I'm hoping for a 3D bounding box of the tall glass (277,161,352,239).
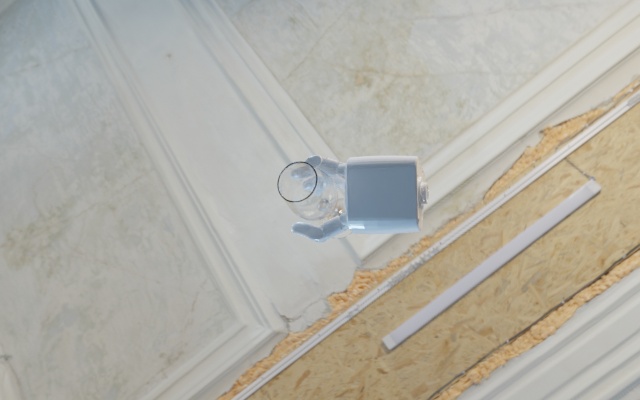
[{"bbox_3d":[0.000,0.003,0.760,0.079,0.079,0.201,0,-17,21],"label":"tall glass"}]
